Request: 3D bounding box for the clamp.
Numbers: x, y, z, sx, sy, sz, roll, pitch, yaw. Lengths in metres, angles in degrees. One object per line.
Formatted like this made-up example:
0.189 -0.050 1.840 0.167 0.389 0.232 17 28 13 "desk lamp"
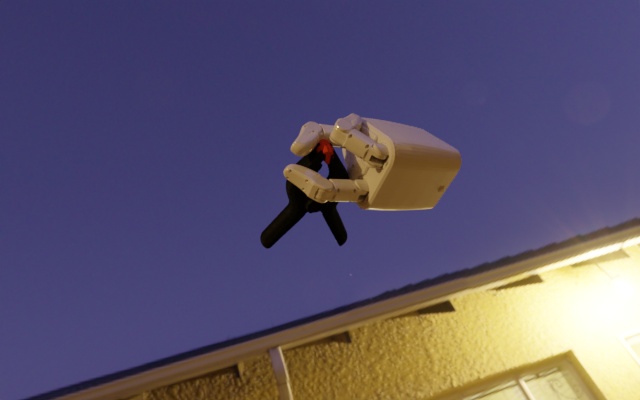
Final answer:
0.000 0.001 0.613 0.120 0.172 0.039 3 43 -27 "clamp"
